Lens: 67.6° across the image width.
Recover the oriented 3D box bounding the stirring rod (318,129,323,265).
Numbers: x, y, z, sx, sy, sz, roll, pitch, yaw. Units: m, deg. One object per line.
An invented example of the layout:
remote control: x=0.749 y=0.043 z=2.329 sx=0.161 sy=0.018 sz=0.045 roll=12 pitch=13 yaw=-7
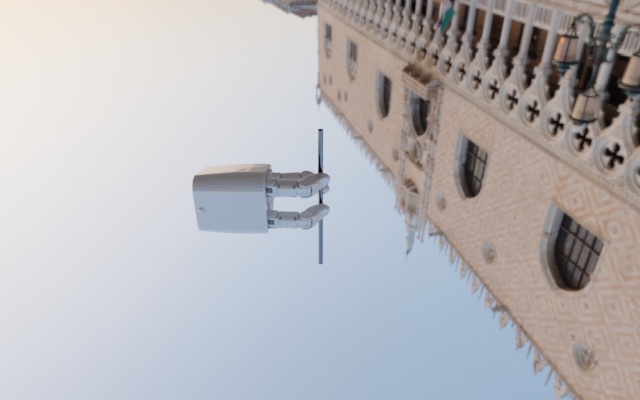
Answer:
stirring rod: x=0.000 y=0.002 z=0.743 sx=0.011 sy=0.240 sz=0.011 roll=0 pitch=31 yaw=0
